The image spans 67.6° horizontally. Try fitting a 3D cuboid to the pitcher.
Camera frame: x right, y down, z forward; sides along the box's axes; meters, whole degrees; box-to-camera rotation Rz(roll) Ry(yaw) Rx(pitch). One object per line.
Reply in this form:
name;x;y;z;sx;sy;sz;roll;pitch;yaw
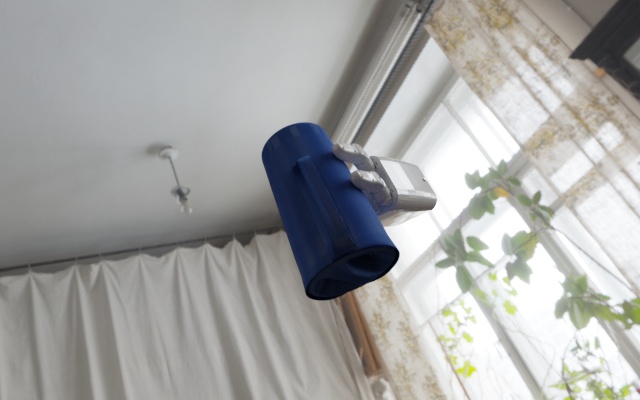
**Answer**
pitcher;0.000;0.002;0.668;0.145;0.242;0.149;2;-40;-39
